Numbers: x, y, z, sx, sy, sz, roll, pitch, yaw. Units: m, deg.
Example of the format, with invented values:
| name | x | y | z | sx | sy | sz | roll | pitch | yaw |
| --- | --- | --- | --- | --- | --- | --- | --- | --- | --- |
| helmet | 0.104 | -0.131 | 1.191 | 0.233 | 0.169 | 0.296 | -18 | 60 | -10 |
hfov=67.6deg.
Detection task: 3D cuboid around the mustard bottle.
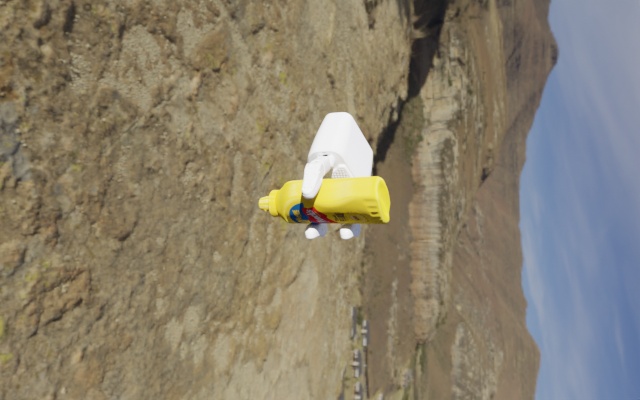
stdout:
| name | x | y | z | sx | sy | sz | roll | pitch | yaw |
| --- | --- | --- | --- | --- | --- | --- | --- | --- | --- |
| mustard bottle | 0.000 | 0.003 | 0.698 | 0.191 | 0.058 | 0.096 | -1 | -22 | 18 |
